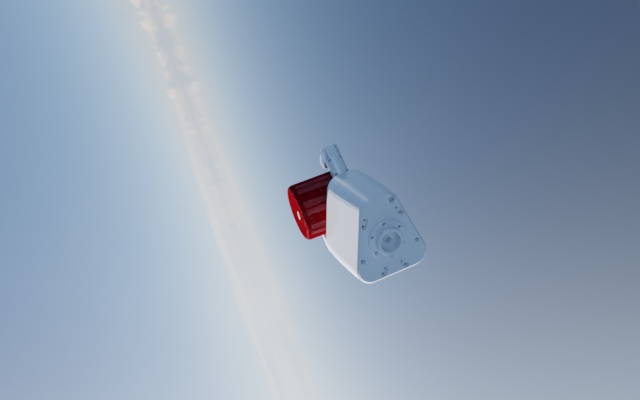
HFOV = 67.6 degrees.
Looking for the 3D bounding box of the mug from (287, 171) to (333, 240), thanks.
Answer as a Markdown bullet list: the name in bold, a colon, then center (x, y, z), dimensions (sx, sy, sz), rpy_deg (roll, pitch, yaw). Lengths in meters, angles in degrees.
- **mug**: center (-0.001, 0.002, 0.690), dimensions (0.081, 0.093, 0.117), rpy_deg (-21, 20, -12)
